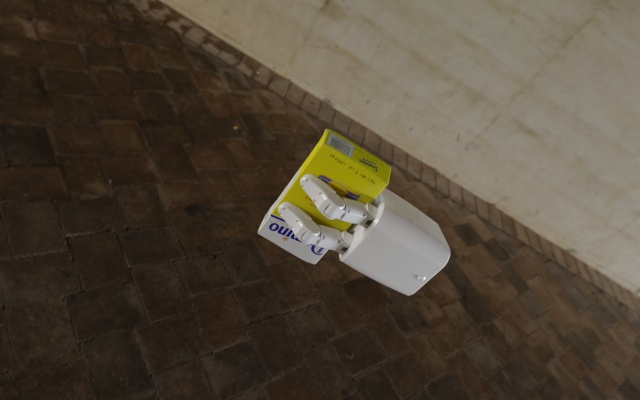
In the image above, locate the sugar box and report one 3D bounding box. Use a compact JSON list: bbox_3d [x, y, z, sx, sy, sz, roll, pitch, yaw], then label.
[{"bbox_3d":[0.000,0.002,0.606,0.093,0.176,0.048,31,35,-9],"label":"sugar box"}]
